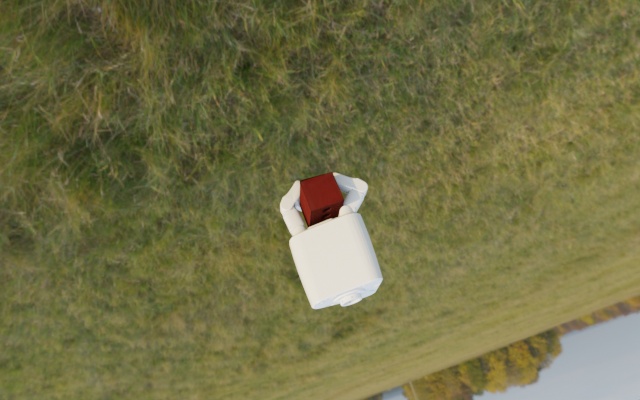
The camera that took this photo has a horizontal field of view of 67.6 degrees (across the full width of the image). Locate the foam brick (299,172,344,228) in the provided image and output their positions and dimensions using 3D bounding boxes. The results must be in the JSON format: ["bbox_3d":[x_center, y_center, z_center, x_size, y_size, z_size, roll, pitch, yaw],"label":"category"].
[{"bbox_3d":[0.000,0.002,0.718,0.053,0.051,0.078,-17,-24,-11],"label":"foam brick"}]
